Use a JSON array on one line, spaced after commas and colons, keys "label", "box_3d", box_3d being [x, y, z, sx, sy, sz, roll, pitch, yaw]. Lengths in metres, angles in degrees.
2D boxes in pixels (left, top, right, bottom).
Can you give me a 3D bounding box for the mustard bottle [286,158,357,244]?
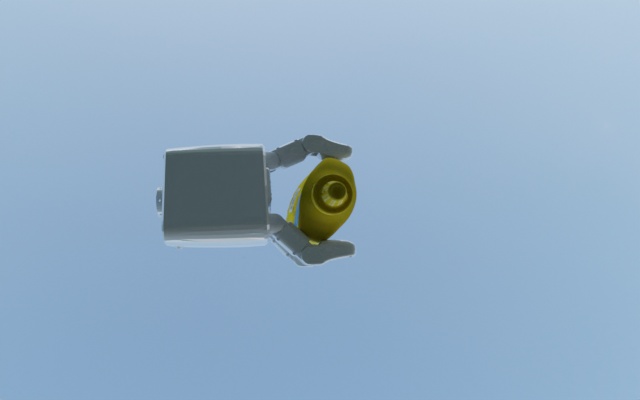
[{"label": "mustard bottle", "box_3d": [0.000, 0.002, 0.542, 0.058, 0.096, 0.191, 22, -10, -6]}]
